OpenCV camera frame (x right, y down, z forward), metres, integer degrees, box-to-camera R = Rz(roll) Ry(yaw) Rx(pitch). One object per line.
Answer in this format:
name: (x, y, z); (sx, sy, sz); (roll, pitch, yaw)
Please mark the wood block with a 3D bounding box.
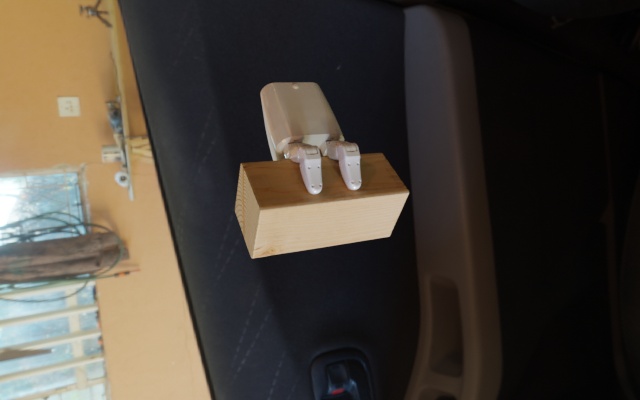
wood block: (0.000, 0.002, 0.643); (0.206, 0.091, 0.090); (-7, 47, -24)
